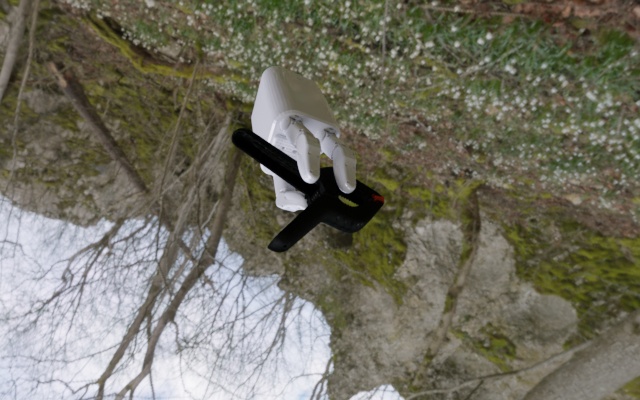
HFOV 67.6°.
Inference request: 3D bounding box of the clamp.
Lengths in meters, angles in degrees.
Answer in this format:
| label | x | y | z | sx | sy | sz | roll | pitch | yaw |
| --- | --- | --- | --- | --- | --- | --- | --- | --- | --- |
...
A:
| label | x | y | z | sx | sy | sz | roll | pitch | yaw |
| --- | --- | --- | --- | --- | --- | --- | --- | --- | --- |
| clamp | 0.000 | 0.002 | 0.564 | 0.210 | 0.164 | 0.036 | 15 | -47 | -36 |
